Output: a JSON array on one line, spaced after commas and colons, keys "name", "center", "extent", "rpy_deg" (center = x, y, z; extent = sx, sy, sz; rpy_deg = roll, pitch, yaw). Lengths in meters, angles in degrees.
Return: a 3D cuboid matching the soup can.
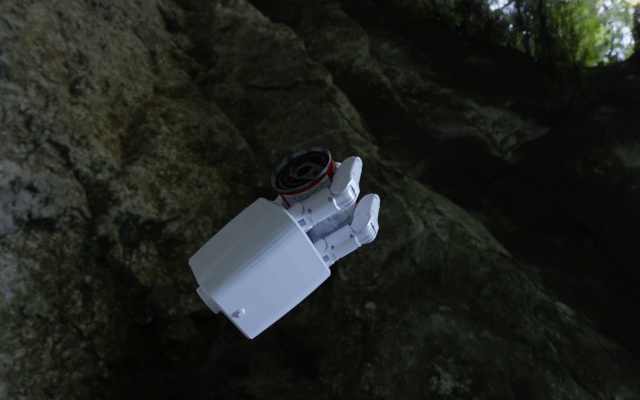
[{"name": "soup can", "center": [0.001, 0.002, 0.518], "extent": [0.068, 0.068, 0.102], "rpy_deg": [0, -45, 36]}]
